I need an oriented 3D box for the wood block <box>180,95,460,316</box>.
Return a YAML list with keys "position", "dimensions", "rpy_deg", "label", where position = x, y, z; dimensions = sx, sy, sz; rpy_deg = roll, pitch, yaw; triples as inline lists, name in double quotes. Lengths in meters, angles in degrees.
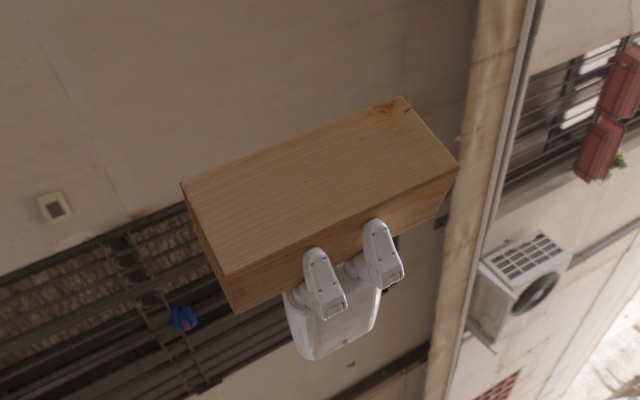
- position: [0.000, 0.001, 0.410]
  dimensions: [0.206, 0.090, 0.090]
  rpy_deg: [-24, -27, -18]
  label: "wood block"
